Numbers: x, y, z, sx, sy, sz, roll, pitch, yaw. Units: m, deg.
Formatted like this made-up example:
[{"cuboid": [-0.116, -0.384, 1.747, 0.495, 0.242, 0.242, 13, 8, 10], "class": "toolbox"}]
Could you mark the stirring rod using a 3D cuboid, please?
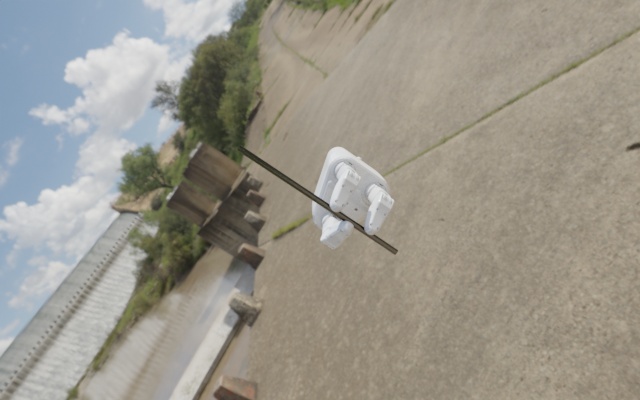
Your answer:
[{"cuboid": [0.000, 0.002, 0.596, 0.239, 0.011, 0.011, 34, -8, -12], "class": "stirring rod"}]
